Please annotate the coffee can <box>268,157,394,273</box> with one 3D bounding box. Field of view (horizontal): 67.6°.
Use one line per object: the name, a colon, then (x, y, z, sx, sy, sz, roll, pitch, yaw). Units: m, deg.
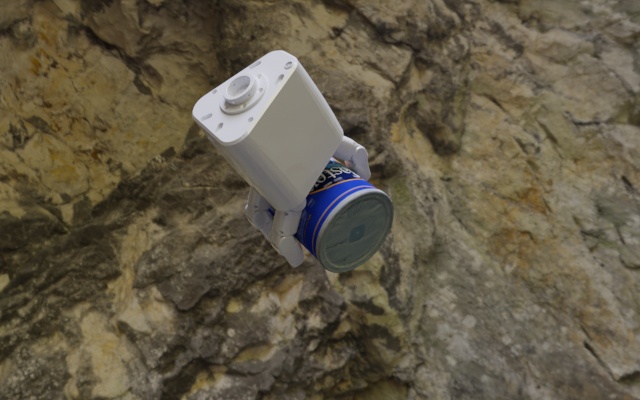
coffee can: (0.000, 0.002, 0.553, 0.103, 0.103, 0.140, 0, 29, -41)
